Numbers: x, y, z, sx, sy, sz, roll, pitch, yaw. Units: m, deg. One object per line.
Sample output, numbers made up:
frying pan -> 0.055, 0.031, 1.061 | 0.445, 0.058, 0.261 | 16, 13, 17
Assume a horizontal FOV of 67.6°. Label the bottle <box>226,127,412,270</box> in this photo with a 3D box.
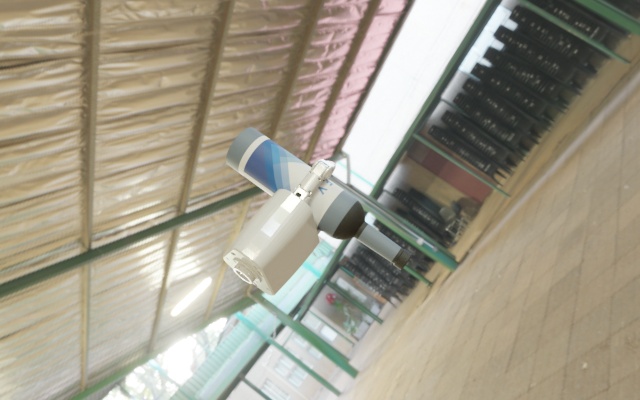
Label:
bottle -> 0.000, 0.002, 0.683 | 0.295, 0.069, 0.069 | 35, 6, 9
